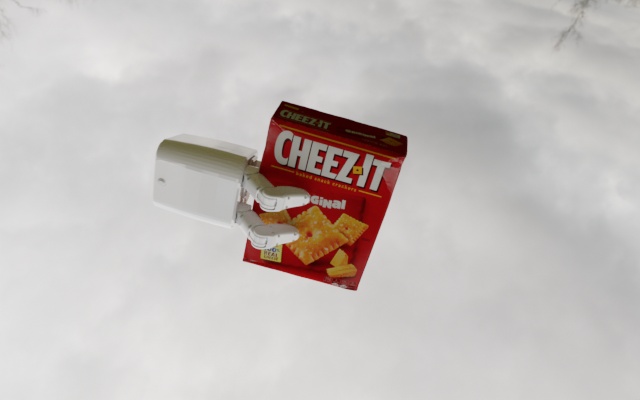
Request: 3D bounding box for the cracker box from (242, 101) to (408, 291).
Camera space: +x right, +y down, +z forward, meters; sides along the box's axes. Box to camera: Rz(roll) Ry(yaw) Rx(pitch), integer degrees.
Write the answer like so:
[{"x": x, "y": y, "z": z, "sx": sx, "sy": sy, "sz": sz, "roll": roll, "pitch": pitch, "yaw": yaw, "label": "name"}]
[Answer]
[{"x": 0.000, "y": 0.002, "z": 0.613, "sx": 0.164, "sy": 0.214, "sz": 0.072, "roll": 16, "pitch": 31, "yaw": 0, "label": "cracker box"}]
